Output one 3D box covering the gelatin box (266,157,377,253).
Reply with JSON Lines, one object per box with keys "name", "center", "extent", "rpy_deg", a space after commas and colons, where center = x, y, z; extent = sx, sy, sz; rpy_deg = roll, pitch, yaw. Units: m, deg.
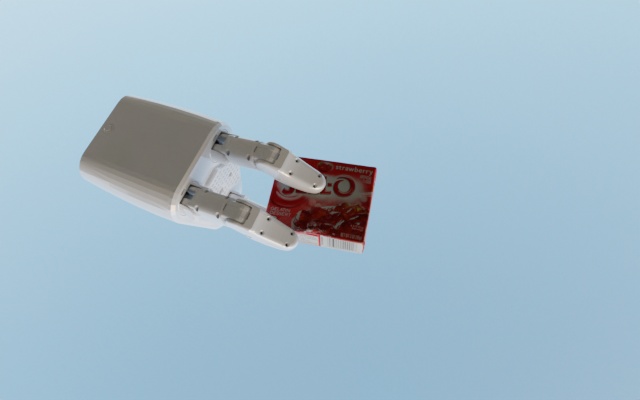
{"name": "gelatin box", "center": [0.000, 0.002, 0.419], "extent": [0.089, 0.073, 0.030], "rpy_deg": [9, -25, 6]}
